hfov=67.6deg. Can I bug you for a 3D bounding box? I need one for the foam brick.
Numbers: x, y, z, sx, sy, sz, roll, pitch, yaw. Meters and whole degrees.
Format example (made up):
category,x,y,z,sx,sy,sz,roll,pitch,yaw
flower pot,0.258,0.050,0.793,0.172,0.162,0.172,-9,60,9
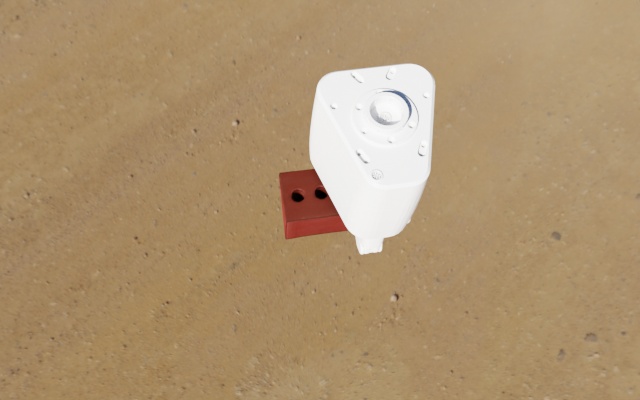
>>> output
category,x,y,z,sx,sy,sz,roll,pitch,yaw
foam brick,0.000,0.002,0.466,0.078,0.053,0.051,-8,-21,-5
